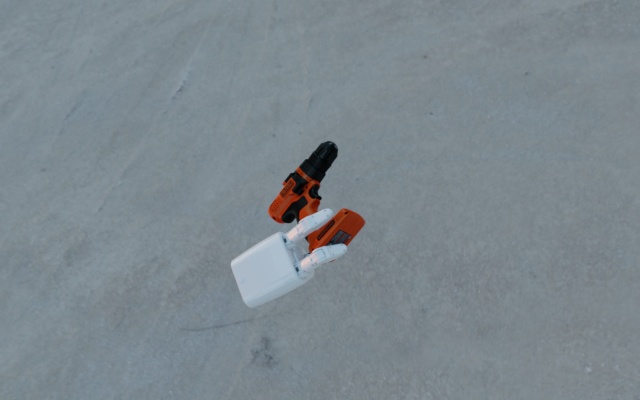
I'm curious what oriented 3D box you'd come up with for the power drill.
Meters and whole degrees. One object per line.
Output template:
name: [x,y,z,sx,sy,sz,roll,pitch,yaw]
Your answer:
power drill: [0.000,0.003,0.848,0.057,0.184,0.187,26,17,-42]
